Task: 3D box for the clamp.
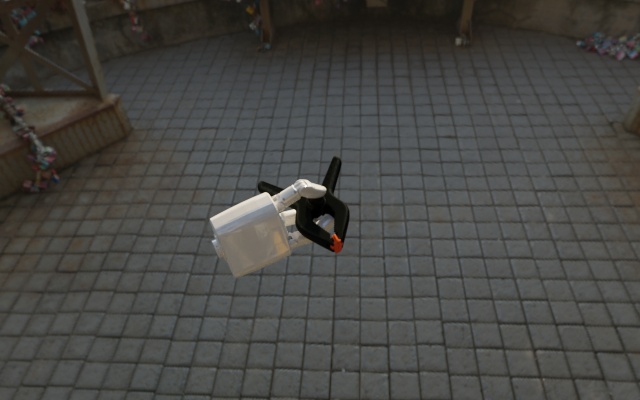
[{"bbox_3d":[0.000,0.003,0.838,0.164,0.036,0.210,-26,49,-13],"label":"clamp"}]
